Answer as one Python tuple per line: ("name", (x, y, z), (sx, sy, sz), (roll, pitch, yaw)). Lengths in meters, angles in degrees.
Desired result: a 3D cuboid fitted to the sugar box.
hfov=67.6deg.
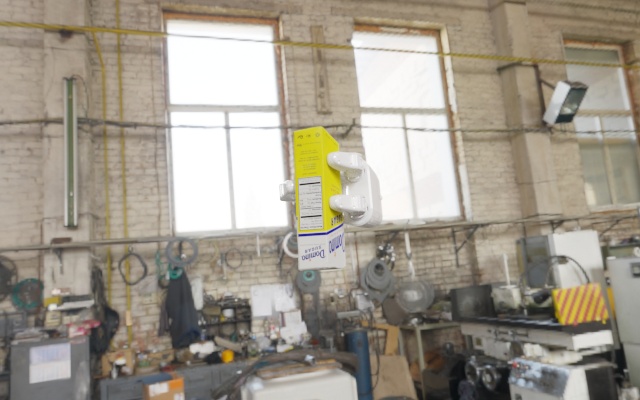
("sugar box", (0.001, 0.002, 0.622), (0.048, 0.176, 0.093), (-8, -9, 16))
